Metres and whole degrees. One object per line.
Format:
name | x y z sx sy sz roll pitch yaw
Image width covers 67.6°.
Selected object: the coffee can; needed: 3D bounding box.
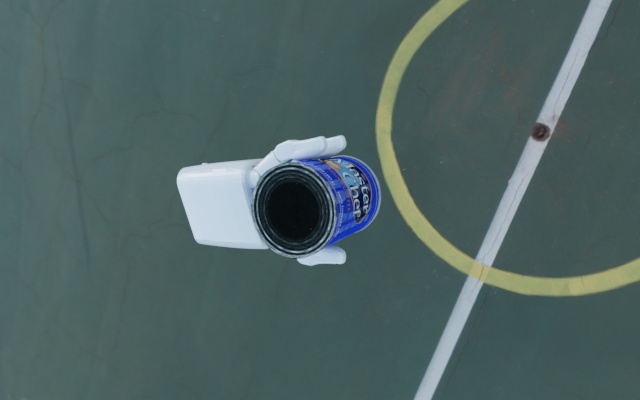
coffee can | 0.000 0.002 0.559 0.103 0.103 0.140 0 8 26
